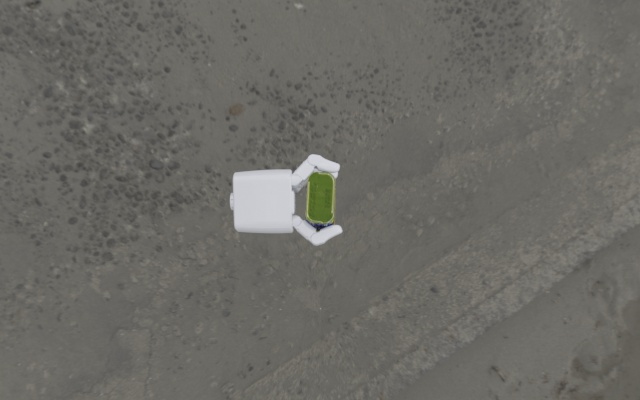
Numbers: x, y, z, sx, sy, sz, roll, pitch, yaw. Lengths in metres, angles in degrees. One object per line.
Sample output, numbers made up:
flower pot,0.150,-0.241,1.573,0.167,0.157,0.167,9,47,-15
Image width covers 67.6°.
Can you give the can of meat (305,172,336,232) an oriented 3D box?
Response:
can of meat,0.000,0.003,0.894,0.057,0.102,0.084,2,-13,1
